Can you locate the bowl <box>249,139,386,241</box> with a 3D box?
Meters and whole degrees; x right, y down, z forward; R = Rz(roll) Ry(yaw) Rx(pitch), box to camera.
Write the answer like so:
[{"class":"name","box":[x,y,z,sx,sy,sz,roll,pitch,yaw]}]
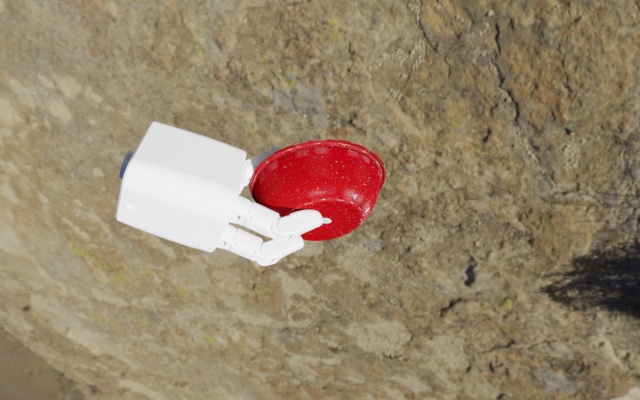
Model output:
[{"class":"bowl","box":[0.001,0.002,0.552,0.162,0.055,0.162,-6,-33,-4]}]
